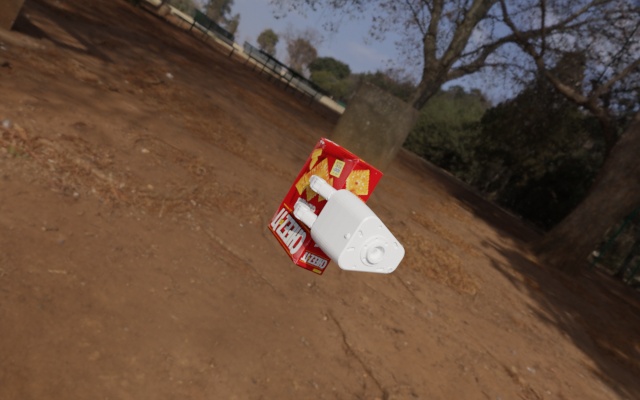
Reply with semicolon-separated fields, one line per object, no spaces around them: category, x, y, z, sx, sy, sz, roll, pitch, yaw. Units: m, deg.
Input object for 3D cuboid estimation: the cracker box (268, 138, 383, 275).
cracker box;0.000;0.003;0.888;0.072;0.214;0.164;27;8;-31
